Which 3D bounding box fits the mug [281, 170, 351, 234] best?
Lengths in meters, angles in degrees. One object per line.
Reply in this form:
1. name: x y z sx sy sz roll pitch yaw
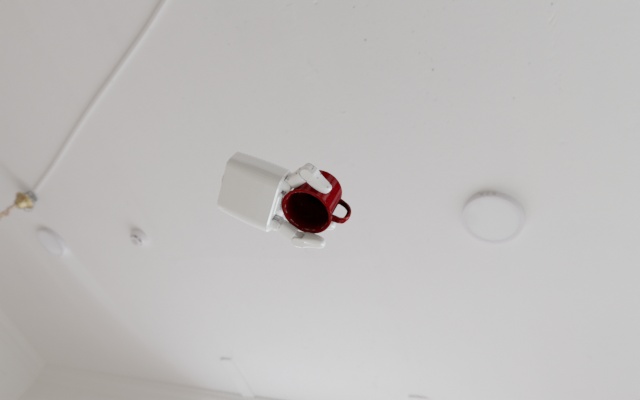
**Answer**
1. mug: 0.002 0.003 0.848 0.117 0.093 0.081 23 40 9
